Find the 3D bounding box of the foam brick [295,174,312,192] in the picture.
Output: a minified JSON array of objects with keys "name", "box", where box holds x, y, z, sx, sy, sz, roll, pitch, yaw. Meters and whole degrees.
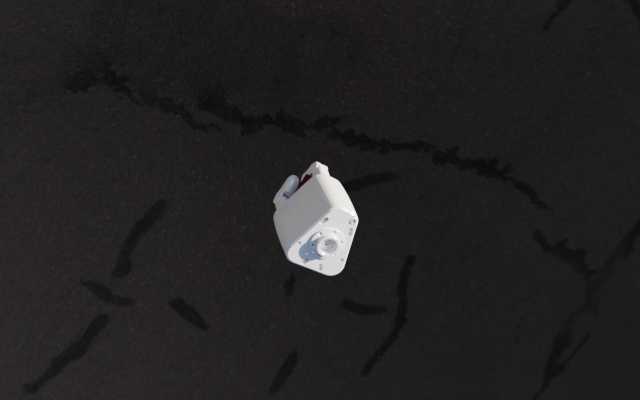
[{"name":"foam brick","box":[0.000,0.003,0.777,0.078,0.053,0.051,24,21,-24]}]
